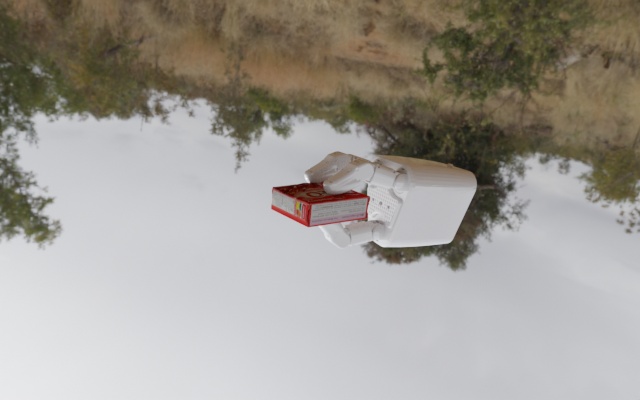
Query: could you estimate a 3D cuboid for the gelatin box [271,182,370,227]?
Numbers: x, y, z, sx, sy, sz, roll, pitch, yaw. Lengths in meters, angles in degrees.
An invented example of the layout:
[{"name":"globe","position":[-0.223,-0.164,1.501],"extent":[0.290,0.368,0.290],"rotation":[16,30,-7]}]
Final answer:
[{"name":"gelatin box","position":[0.000,0.002,0.544],"extent":[0.089,0.030,0.073],"rotation":[-7,20,-37]}]
